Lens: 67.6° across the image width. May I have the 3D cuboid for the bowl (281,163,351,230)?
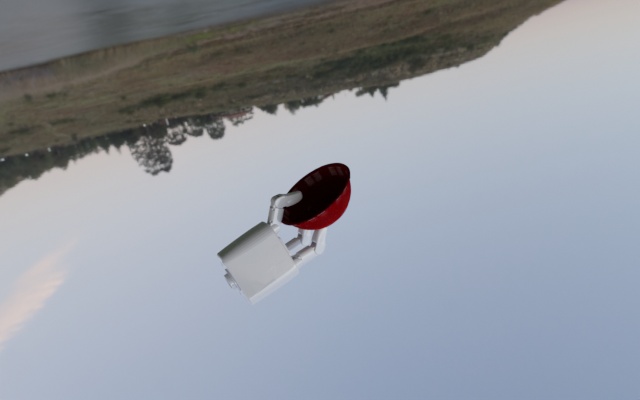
[{"bbox_3d":[0.001,0.002,0.897,0.162,0.162,0.055,0,-43,49],"label":"bowl"}]
